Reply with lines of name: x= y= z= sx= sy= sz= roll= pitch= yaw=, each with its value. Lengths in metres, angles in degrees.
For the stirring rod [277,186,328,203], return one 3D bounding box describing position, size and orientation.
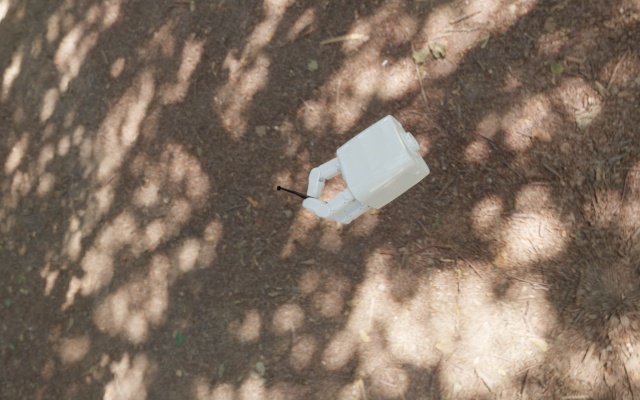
stirring rod: x=0.000 y=0.003 z=0.819 sx=0.011 sy=0.011 sz=0.239 roll=0 pitch=-10 yaw=32
